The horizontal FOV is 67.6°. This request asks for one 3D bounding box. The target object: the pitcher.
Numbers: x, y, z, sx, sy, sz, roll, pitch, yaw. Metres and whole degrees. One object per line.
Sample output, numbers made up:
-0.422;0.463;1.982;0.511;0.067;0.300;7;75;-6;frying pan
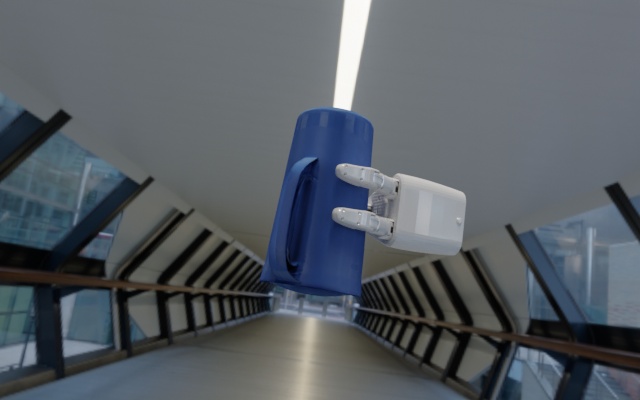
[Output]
0.000;0.002;0.633;0.145;0.242;0.149;12;-11;-18;pitcher
